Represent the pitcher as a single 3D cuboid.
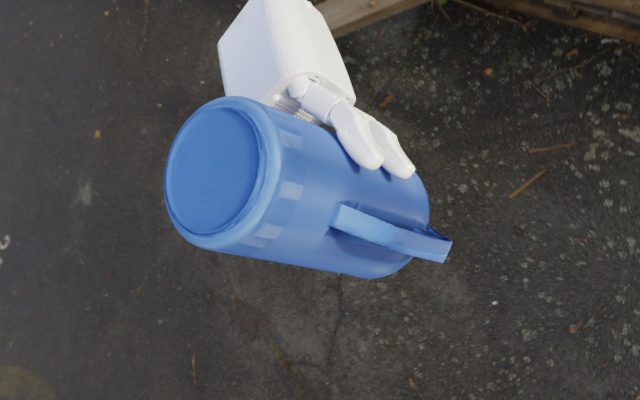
[{"bbox_3d":[0.000,0.001,0.412,0.149,0.145,0.243,-26,-22,27],"label":"pitcher"}]
